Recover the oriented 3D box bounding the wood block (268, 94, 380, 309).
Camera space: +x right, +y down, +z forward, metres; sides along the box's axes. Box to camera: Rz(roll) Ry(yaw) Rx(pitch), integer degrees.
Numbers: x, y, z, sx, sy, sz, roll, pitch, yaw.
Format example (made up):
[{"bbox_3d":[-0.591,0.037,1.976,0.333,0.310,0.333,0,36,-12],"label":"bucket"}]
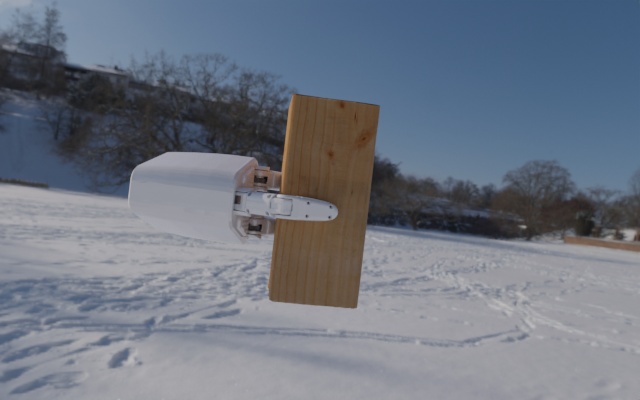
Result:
[{"bbox_3d":[0.000,0.002,0.514,0.090,0.206,0.091,6,0,-7],"label":"wood block"}]
